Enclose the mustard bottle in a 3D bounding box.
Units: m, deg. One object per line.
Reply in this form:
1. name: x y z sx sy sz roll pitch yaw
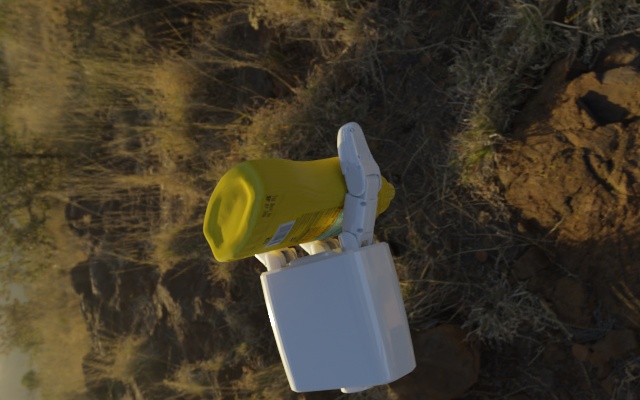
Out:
1. mustard bottle: 0.000 0.001 0.423 0.191 0.058 0.096 -8 -34 -42
